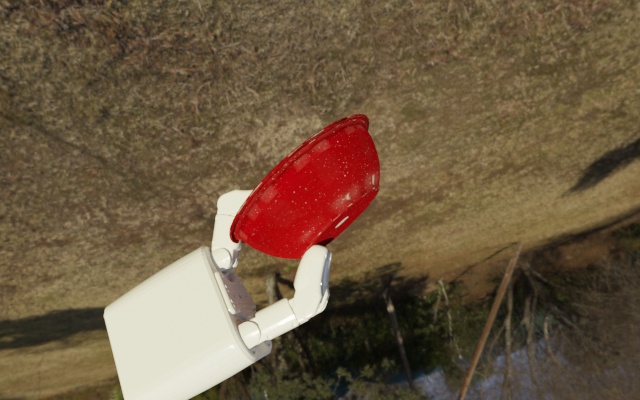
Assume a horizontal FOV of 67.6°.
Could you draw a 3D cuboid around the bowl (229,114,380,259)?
[{"bbox_3d":[0.001,0.001,0.419,0.162,0.055,0.162,-41,-12,-10],"label":"bowl"}]
